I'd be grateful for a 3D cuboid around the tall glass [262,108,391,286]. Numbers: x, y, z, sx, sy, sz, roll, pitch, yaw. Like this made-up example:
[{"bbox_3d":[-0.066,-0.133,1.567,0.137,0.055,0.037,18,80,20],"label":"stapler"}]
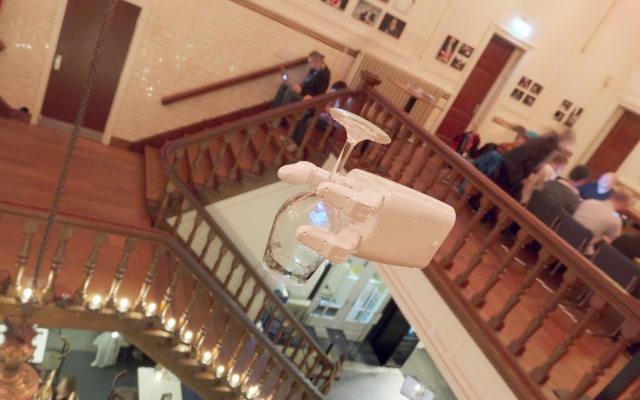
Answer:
[{"bbox_3d":[0.000,0.001,0.543,0.079,0.201,0.079,24,22,-10],"label":"tall glass"}]
